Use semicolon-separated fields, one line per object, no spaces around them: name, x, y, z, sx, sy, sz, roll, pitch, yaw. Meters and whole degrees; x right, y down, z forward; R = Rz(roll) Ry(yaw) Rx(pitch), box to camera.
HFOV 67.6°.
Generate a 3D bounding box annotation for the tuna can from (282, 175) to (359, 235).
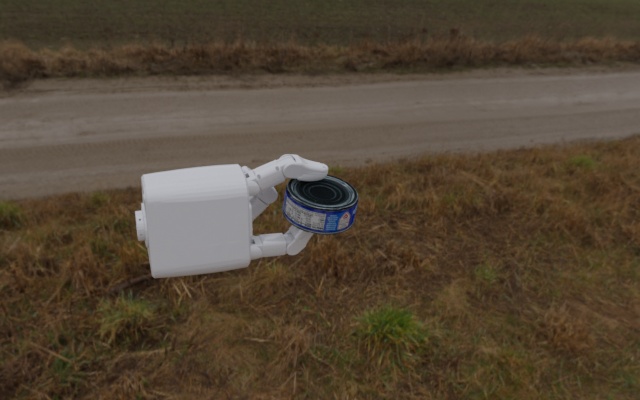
tuna can;0.000;0.001;0.551;0.086;0.034;0.086;8;30;-5
